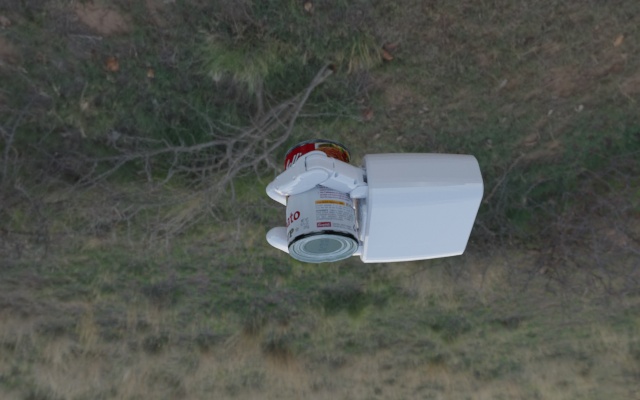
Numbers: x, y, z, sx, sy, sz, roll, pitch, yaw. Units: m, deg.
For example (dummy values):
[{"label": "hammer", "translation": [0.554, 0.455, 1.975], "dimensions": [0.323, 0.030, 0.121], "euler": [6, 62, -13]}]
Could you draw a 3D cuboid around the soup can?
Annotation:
[{"label": "soup can", "translation": [0.000, 0.002, 0.463], "dimensions": [0.068, 0.102, 0.068], "euler": [-3, -29, -2]}]
